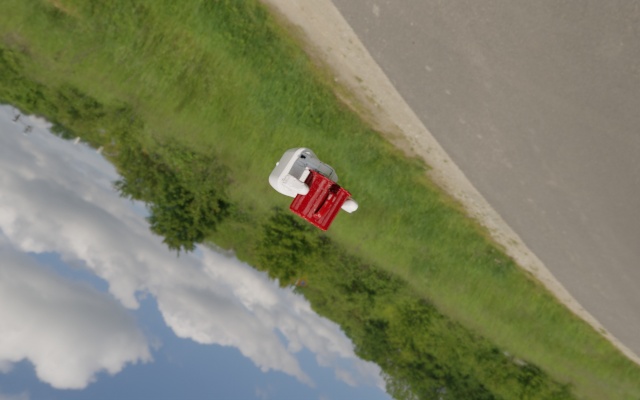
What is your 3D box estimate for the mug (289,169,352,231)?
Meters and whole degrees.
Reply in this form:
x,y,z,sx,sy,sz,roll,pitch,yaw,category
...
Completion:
x,y,z,sx,sy,sz,roll,pitch,yaw,category
0.000,0.003,0.852,0.093,0.081,0.117,32,-2,-16,mug
